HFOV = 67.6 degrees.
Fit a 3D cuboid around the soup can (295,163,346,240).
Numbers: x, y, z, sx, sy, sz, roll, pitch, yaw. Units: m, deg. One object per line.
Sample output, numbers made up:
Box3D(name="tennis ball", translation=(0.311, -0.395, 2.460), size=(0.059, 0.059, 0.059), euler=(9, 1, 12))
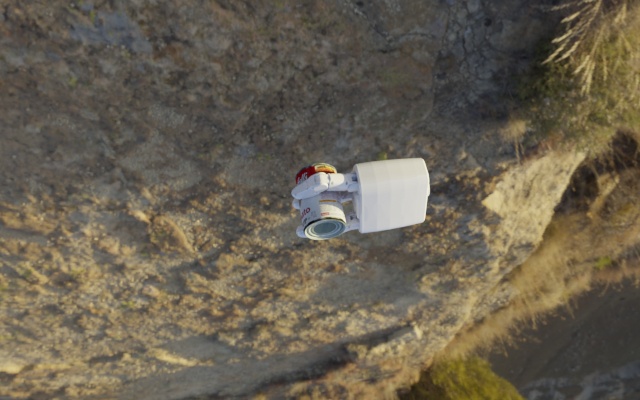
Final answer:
Box3D(name="soup can", translation=(0.000, 0.003, 0.747), size=(0.068, 0.102, 0.068), euler=(-7, -31, -4))
